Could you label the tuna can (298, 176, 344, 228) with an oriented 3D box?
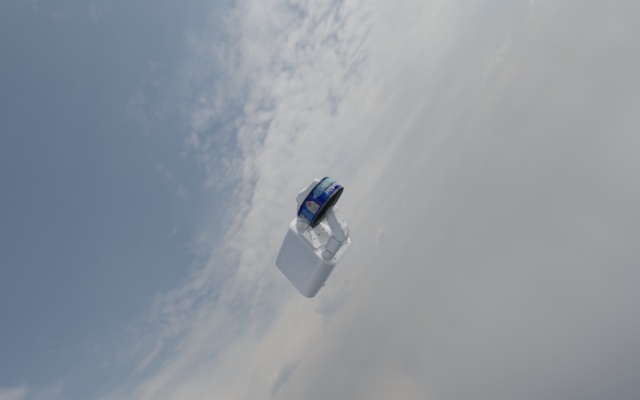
[{"bbox_3d":[0.000,0.002,0.791,0.033,0.086,0.086,37,7,10],"label":"tuna can"}]
